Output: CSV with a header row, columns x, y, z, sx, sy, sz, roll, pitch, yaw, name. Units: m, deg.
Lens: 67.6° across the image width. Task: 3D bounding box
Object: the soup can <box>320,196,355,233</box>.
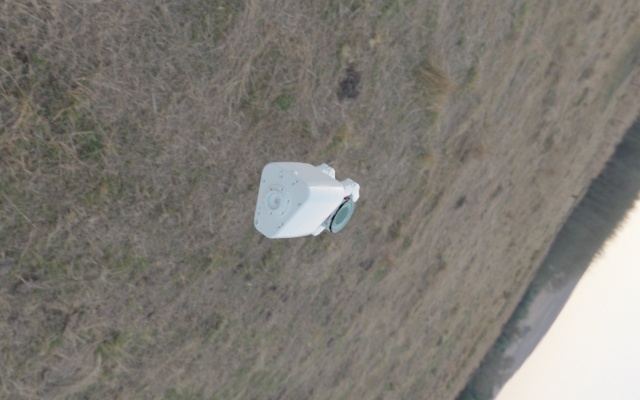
x,y,z,sx,sy,sz,roll,pitch,yaw,name
0.001,0.003,0.838,0.102,0.068,0.068,33,15,24,soup can
